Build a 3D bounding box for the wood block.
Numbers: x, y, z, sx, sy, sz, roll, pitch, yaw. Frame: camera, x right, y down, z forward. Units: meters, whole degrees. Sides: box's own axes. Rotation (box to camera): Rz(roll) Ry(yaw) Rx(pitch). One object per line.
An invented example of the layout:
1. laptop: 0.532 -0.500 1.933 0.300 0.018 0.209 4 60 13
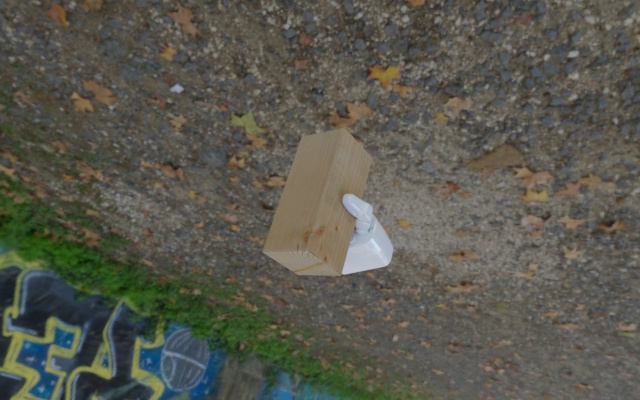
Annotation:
1. wood block: 0.001 0.003 0.735 0.091 0.206 0.090 -5 -33 38
